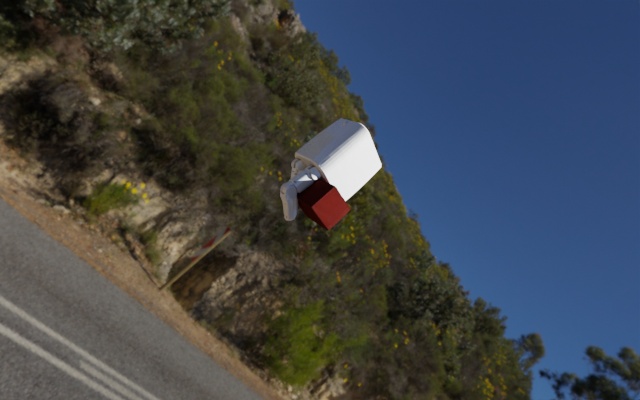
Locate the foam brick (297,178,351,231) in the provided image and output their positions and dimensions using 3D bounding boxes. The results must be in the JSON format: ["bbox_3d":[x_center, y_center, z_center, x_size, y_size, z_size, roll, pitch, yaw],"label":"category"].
[{"bbox_3d":[0.000,0.003,0.755,0.051,0.053,0.078,-40,30,-11],"label":"foam brick"}]
